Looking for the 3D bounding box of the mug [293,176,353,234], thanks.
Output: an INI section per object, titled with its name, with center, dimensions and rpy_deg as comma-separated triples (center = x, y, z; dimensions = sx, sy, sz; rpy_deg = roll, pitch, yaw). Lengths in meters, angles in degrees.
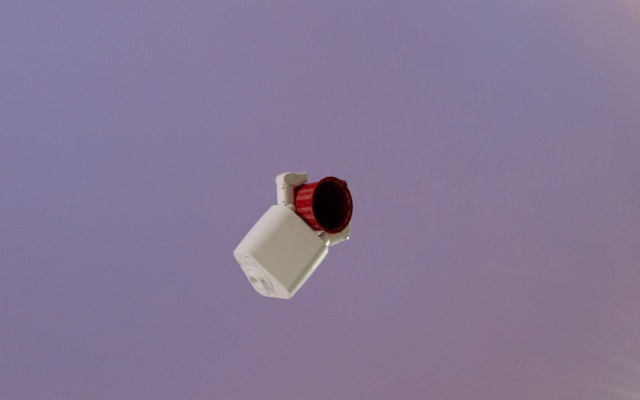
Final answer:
[mug]
center = 0.001, 0.002, 0.806
dimensions = 0.081, 0.093, 0.117
rpy_deg = -6, 35, 48
